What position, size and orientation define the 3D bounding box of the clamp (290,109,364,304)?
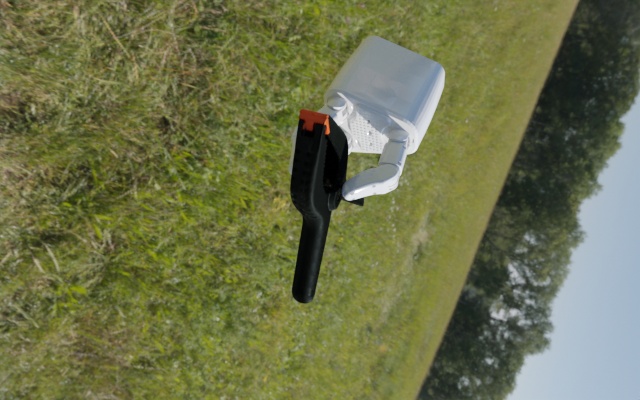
[{"bbox_3d":[0.001,0.001,0.491,0.036,0.164,0.210,16,-31,20],"label":"clamp"}]
